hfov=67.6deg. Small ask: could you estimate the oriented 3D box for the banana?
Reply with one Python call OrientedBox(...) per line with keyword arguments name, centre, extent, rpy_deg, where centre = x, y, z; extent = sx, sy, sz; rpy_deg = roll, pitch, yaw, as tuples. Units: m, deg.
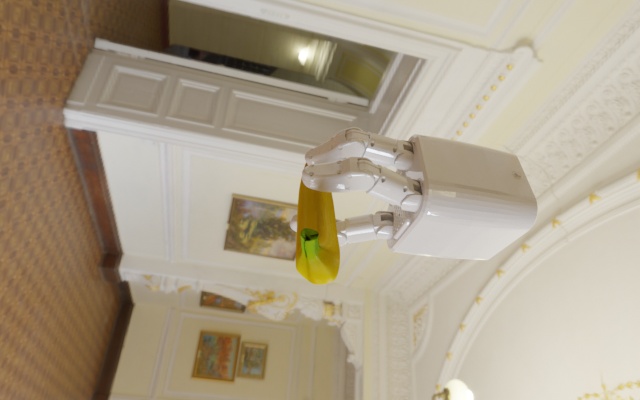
OrientedBox(name="banana", centre=(-0.002, 0.020, 0.419), extent=(0.037, 0.070, 0.197), rpy_deg=(5, 20, -4))
